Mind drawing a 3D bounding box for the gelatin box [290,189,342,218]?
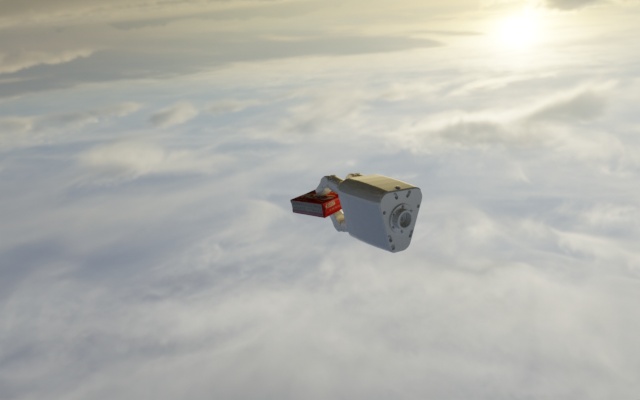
[{"bbox_3d":[0.000,0.003,0.896,0.089,0.030,0.073,7,23,45],"label":"gelatin box"}]
